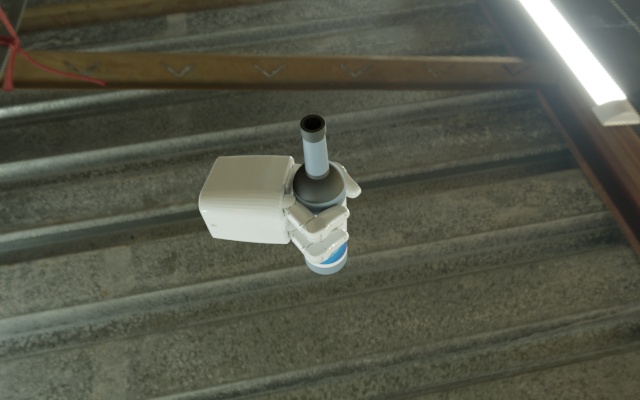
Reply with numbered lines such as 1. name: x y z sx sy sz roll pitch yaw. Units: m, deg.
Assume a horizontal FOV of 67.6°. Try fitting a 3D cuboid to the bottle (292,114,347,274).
1. bottle: 0.000 0.002 0.625 0.069 0.069 0.296 0 -35 4
